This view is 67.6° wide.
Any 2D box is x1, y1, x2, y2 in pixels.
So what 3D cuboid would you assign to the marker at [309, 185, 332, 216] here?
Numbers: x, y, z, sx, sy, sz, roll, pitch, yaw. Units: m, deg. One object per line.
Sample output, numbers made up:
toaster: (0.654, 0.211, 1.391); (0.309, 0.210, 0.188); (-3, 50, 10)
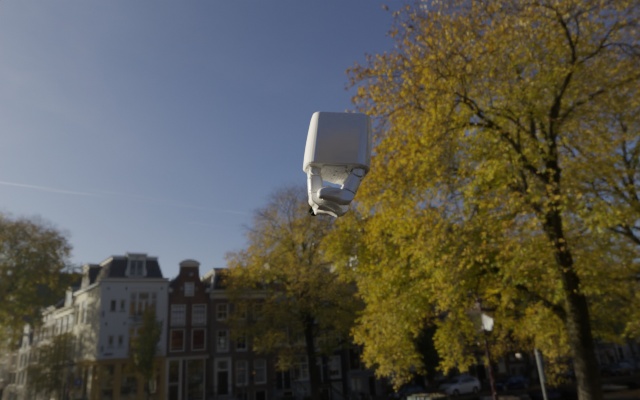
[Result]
marker: (0.000, 0.003, 0.860); (0.020, 0.020, 0.121); (0, -19, -14)
